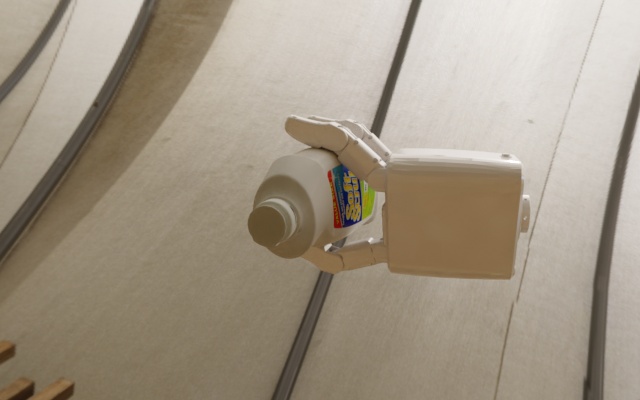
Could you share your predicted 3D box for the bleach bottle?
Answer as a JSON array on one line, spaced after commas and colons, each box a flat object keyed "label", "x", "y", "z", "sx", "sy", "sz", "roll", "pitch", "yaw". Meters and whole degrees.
[{"label": "bleach bottle", "x": 0.000, "y": 0.001, "z": 0.437, "sx": 0.068, "sy": 0.102, "sz": 0.251, "roll": 3, "pitch": 12, "yaw": 16}]
